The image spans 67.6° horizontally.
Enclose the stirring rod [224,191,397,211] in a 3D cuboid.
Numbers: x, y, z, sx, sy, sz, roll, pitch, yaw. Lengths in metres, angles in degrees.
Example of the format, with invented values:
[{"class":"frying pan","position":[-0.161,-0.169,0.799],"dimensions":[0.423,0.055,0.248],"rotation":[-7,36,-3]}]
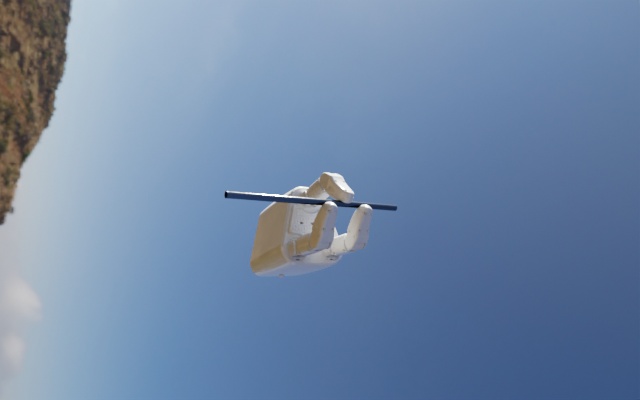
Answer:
[{"class":"stirring rod","position":[0.000,0.002,0.568],"dimensions":[0.239,0.011,0.011],"rotation":[5,-3,-34]}]
